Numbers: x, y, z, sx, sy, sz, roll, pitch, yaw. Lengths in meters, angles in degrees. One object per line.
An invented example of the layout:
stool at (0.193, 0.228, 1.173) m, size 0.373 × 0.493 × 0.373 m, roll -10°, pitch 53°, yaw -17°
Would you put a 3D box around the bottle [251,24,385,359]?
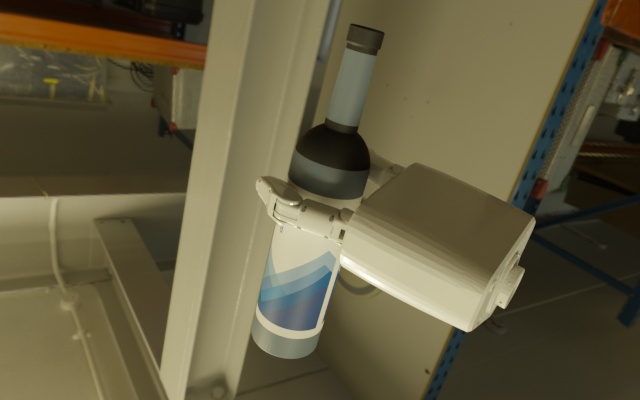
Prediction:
bottle at (0.000, 0.002, 0.416) m, size 0.069 × 0.296 × 0.069 m, roll 13°, pitch 22°, yaw -5°
